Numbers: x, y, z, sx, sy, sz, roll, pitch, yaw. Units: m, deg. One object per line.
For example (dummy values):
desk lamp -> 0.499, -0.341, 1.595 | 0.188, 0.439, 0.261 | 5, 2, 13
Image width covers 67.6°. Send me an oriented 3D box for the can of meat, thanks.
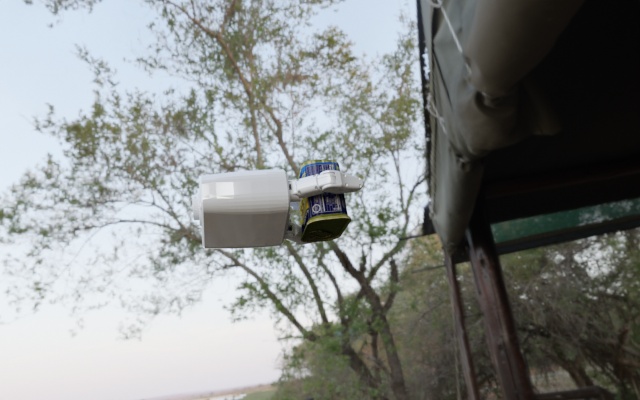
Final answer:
can of meat -> 0.000, 0.002, 0.644 | 0.057, 0.084, 0.102 | -5, -20, -11
